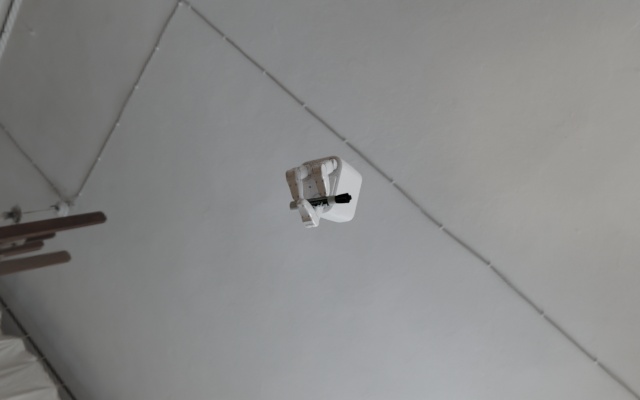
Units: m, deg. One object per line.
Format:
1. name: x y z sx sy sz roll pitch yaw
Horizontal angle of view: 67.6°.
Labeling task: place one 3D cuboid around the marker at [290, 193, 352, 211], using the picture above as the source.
1. marker: 0.000 0.003 0.858 0.121 0.020 0.020 -9 -4 27
